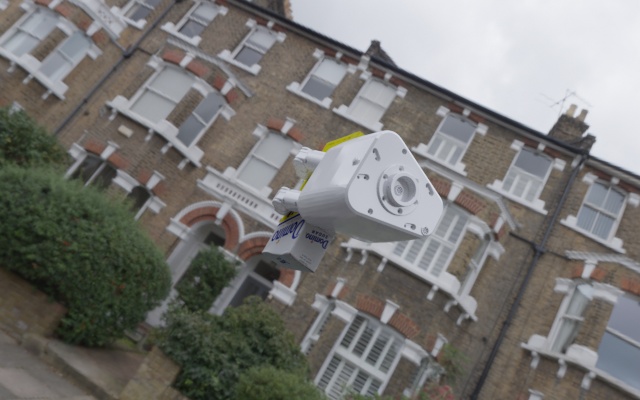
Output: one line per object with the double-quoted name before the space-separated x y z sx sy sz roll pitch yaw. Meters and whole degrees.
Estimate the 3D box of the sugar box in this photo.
"sugar box" 0.000 0.002 0.593 0.048 0.176 0.093 39 -20 -18
